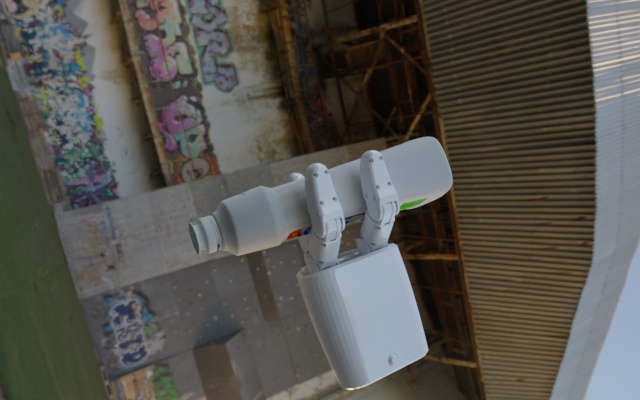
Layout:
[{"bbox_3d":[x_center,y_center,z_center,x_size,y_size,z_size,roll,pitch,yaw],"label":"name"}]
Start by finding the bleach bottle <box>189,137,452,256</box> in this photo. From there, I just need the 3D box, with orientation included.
[{"bbox_3d":[0.000,0.001,0.458,0.251,0.068,0.102,-17,-6,-25],"label":"bleach bottle"}]
